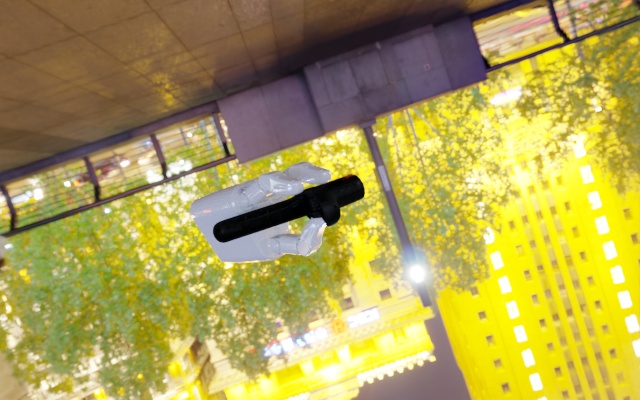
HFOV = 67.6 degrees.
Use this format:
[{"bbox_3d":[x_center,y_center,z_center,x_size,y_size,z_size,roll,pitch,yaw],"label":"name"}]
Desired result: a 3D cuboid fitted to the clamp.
[{"bbox_3d":[0.000,0.003,0.564,0.164,0.036,0.210,-8,10,41],"label":"clamp"}]
